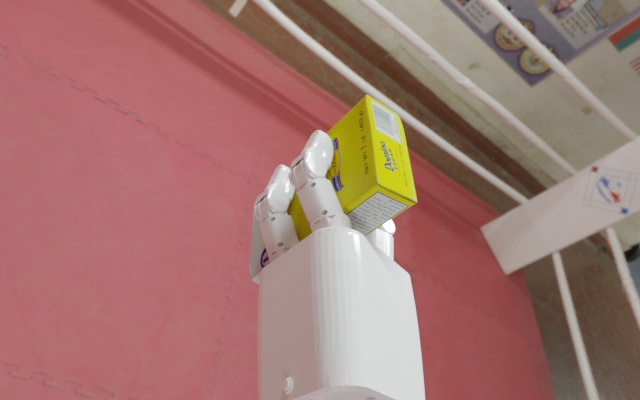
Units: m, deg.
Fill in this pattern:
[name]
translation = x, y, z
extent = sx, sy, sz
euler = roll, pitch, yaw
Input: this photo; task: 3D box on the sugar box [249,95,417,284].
[sugar box]
translation = 0.000, 0.001, 0.411
extent = 0.048, 0.093, 0.176
euler = 25, -44, -31
